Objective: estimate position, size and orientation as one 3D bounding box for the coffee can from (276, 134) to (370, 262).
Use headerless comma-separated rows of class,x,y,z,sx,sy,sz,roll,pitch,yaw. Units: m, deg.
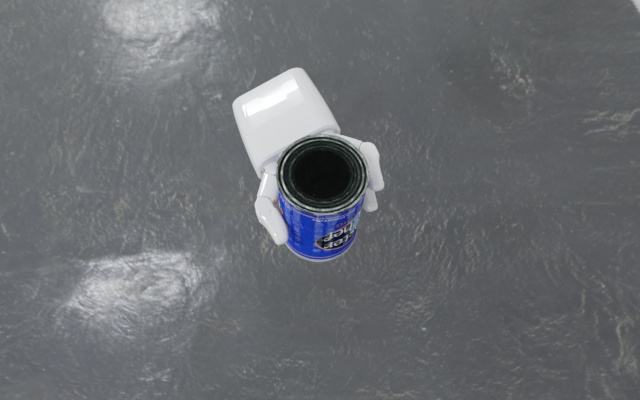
coffee can,0.000,0.002,0.577,0.103,0.102,0.140,0,-28,-2
